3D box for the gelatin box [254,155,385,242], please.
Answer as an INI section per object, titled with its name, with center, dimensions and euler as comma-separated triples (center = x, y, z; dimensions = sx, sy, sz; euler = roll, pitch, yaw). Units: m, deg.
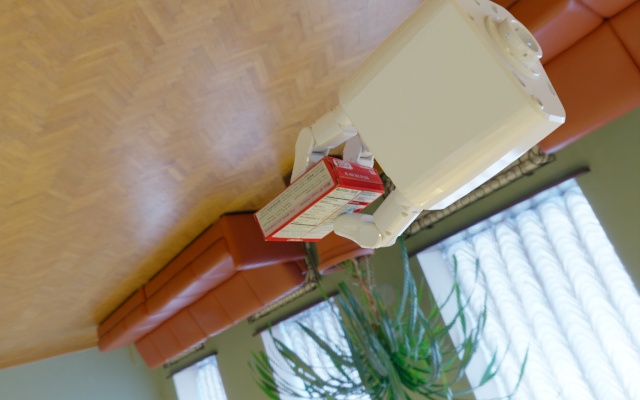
[gelatin box]
center = 0.000, 0.002, 0.406
dimensions = 0.089, 0.030, 0.073
euler = -38, -25, 28
